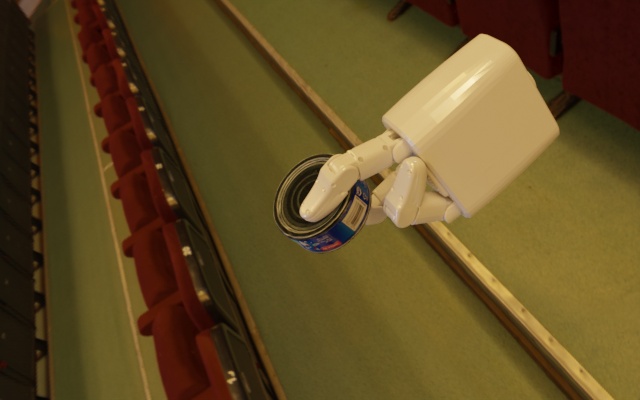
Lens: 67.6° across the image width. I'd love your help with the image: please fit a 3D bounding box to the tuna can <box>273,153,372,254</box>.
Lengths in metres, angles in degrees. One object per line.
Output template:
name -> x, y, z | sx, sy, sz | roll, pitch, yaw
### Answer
tuna can -> 0.000, 0.001, 0.425 | 0.086, 0.086, 0.034 | 0, -25, 37
